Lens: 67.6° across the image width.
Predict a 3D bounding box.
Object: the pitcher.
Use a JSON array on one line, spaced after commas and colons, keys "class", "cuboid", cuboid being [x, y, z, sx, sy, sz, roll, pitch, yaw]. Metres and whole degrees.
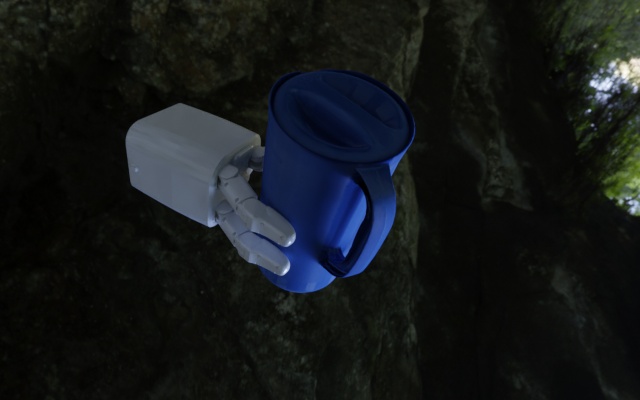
[{"class": "pitcher", "cuboid": [0.000, 0.002, 0.500, 0.145, 0.243, 0.149, 24, 47, 6]}]
